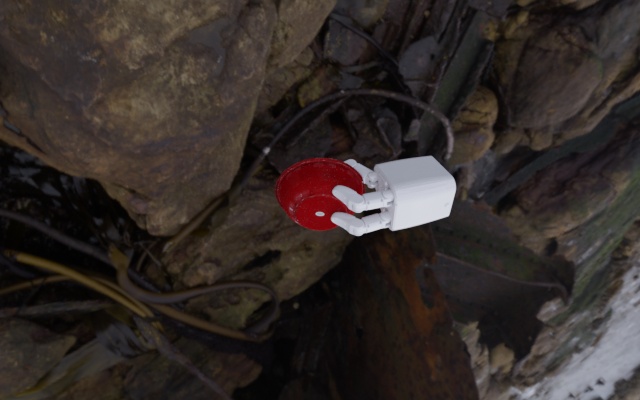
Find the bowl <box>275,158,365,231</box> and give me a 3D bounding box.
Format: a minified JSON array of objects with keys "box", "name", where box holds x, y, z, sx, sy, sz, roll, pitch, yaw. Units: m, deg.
[{"box":[-0.001,0.003,0.834,0.162,0.055,0.162,-1,-43,-1],"name":"bowl"}]
